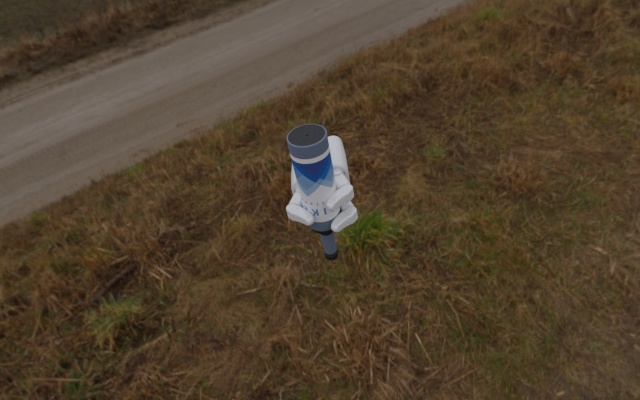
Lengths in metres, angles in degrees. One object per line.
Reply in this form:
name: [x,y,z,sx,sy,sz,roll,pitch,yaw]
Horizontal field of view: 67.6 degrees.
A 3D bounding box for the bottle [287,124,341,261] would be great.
bottle: [0.000,0.003,0.868,0.069,0.296,0.069,-7,41,6]
